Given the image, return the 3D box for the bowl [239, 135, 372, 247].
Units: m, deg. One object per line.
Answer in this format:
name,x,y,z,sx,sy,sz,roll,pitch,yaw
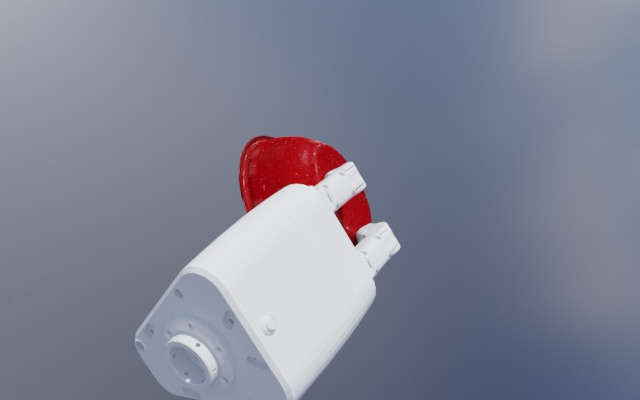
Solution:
bowl,0.001,0.001,0.437,0.055,0.162,0.162,-27,-12,24
